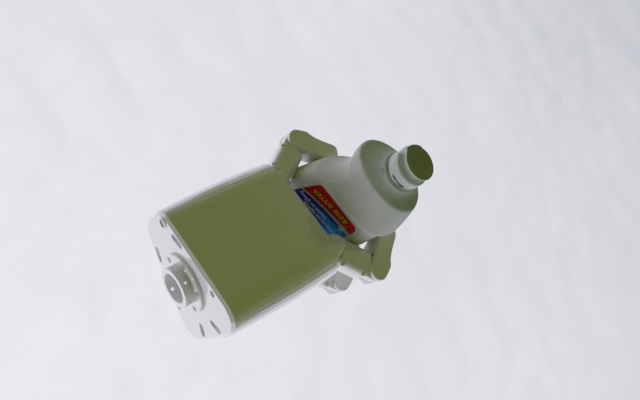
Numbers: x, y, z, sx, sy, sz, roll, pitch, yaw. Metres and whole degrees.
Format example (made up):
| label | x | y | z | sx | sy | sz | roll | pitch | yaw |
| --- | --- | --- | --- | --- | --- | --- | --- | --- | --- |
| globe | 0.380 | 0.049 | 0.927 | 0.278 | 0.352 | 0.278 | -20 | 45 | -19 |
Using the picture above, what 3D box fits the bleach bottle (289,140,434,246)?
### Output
| label | x | y | z | sx | sy | sz | roll | pitch | yaw |
| --- | --- | --- | --- | --- | --- | --- | --- | --- | --- |
| bleach bottle | 0.000 | 0.002 | 0.448 | 0.068 | 0.102 | 0.251 | -27 | -1 | -39 |
